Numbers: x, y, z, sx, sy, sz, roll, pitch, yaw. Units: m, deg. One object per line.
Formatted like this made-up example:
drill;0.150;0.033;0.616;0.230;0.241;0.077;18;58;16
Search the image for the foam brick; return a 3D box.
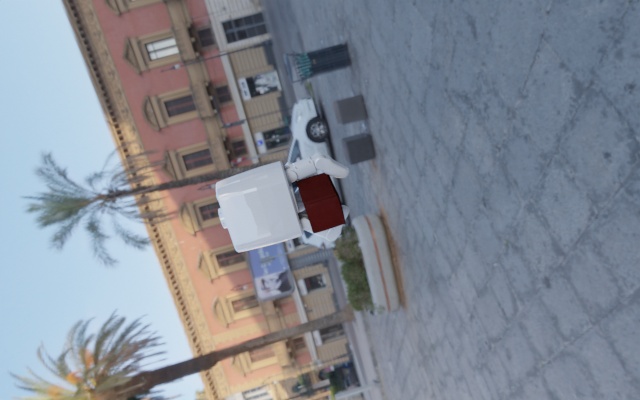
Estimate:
foam brick;0.000;0.002;0.706;0.051;0.053;0.078;-17;31;-3
